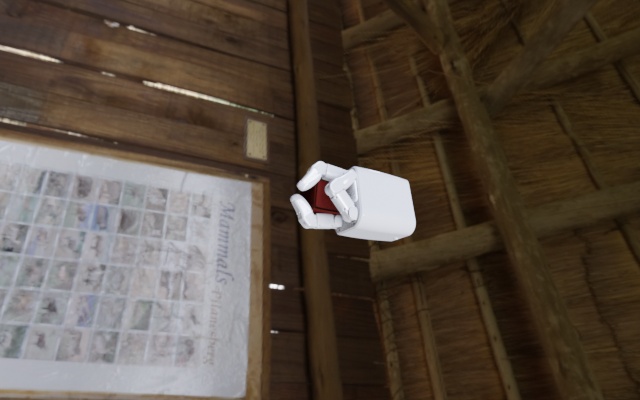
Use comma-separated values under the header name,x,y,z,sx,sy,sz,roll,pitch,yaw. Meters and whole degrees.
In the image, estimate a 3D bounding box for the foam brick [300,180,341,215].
name,x,y,z,sx,sy,sz,roll,pitch,yaw
foam brick,0.000,0.003,0.817,0.051,0.053,0.078,10,-18,-21
